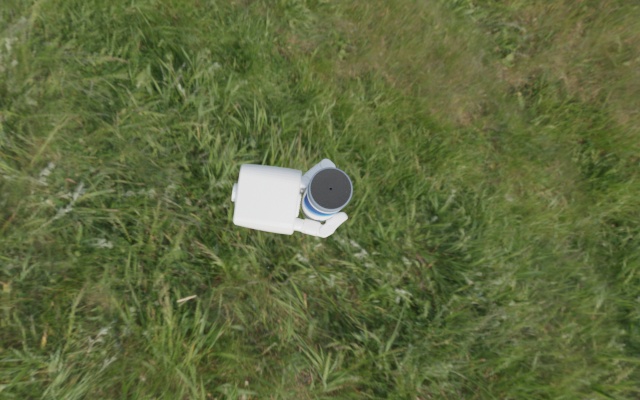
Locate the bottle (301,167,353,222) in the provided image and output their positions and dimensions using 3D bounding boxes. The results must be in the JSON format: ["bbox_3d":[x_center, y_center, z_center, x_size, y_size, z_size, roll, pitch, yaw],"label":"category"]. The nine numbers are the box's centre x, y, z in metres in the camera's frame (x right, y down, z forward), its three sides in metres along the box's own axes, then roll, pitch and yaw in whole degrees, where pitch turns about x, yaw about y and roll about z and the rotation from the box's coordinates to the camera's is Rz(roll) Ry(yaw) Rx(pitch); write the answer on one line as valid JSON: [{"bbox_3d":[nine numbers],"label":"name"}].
[{"bbox_3d":[0.000,0.003,0.856,0.069,0.069,0.296,0,-8,-6],"label":"bottle"}]
